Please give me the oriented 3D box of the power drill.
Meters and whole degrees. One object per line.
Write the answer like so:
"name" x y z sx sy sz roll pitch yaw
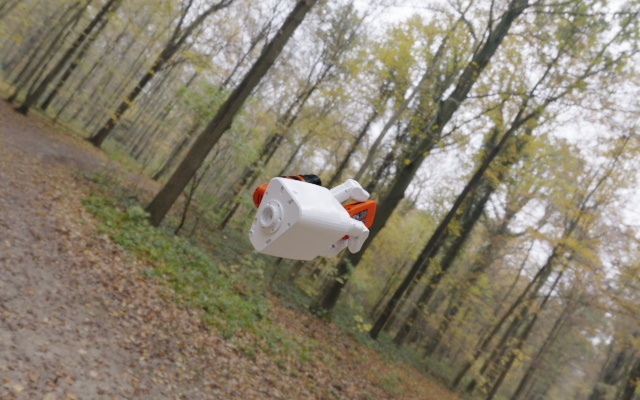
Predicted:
"power drill" 0.000 0.003 0.857 0.187 0.057 0.184 19 23 29
